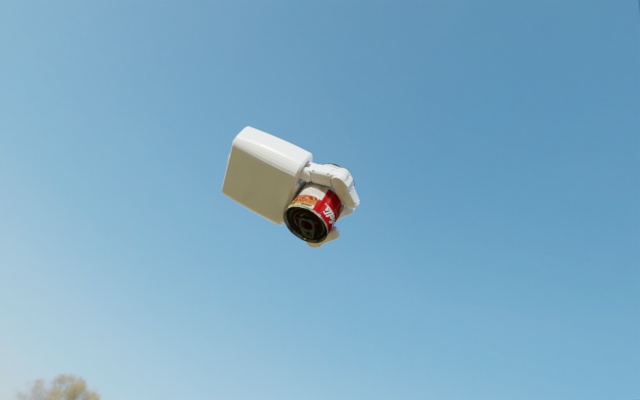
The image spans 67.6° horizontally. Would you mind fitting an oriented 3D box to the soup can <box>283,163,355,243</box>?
[{"bbox_3d":[0.001,0.002,0.684,0.068,0.068,0.102,0,39,33],"label":"soup can"}]
